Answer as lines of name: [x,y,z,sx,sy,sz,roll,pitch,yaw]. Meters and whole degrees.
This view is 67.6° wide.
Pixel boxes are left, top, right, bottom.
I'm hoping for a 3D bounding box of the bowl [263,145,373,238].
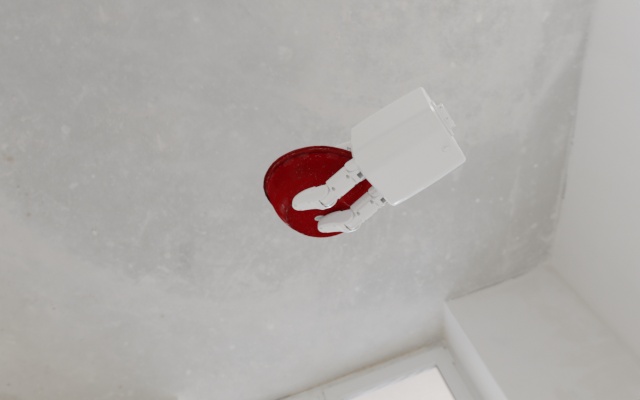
bowl: [-0.001,0.003,0.652,0.162,0.055,0.162,1,-41,1]
